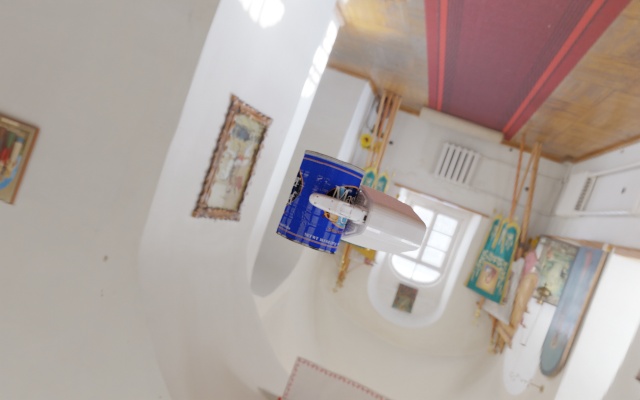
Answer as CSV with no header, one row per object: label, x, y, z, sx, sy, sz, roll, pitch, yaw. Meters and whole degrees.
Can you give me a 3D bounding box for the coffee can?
coffee can,0.000,0.002,0.763,0.103,0.140,0.103,20,0,0
